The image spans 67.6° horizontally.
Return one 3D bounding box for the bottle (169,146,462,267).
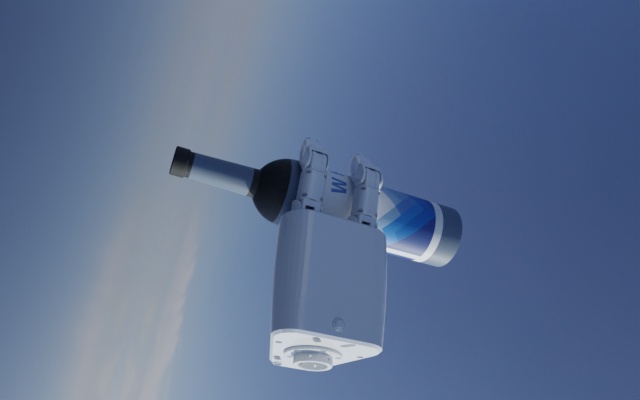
[{"bbox_3d":[0.000,0.002,0.480,0.296,0.069,0.069,16,-5,-17],"label":"bottle"}]
